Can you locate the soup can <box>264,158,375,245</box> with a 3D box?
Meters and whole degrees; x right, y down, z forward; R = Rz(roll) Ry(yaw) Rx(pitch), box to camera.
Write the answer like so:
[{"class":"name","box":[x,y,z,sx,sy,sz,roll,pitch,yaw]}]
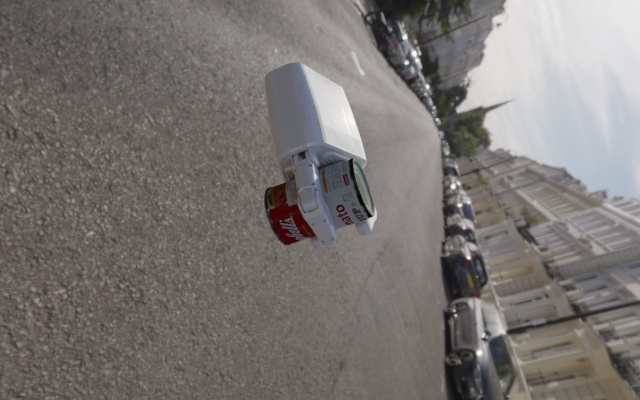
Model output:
[{"class":"soup can","box":[0.000,0.002,0.515,0.102,0.068,0.068,-19,-5,16]}]
